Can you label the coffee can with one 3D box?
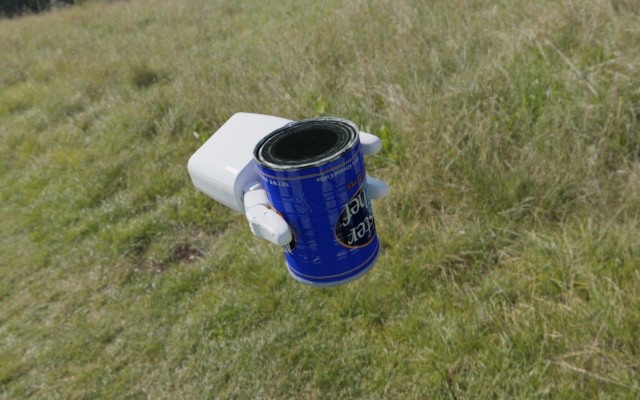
[{"bbox_3d":[0.000,0.002,0.481,0.103,0.140,0.102,-10,32,6],"label":"coffee can"}]
